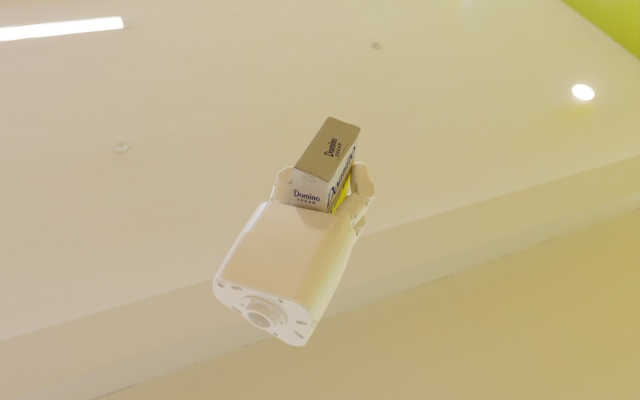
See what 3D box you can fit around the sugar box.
[{"bbox_3d":[0.001,0.002,0.551,0.048,0.093,0.176,23,-39,9],"label":"sugar box"}]
